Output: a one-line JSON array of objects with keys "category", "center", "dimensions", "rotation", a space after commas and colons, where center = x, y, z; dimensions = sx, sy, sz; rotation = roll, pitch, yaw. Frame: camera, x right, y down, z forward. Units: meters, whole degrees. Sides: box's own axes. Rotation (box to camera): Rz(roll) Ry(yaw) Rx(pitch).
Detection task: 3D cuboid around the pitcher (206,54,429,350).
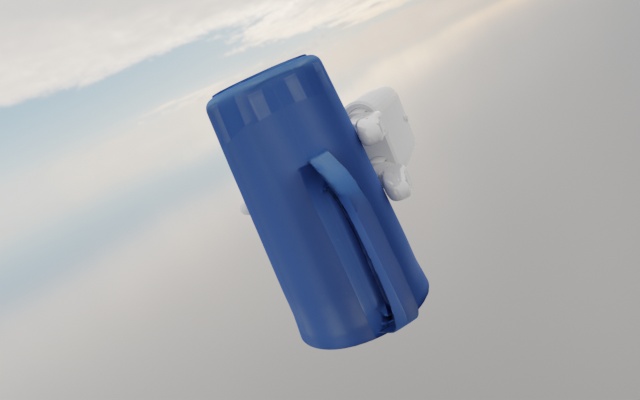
[{"category": "pitcher", "center": [0.000, 0.001, 0.426], "dimensions": [0.149, 0.243, 0.145], "rotation": [-16, 16, 30]}]
